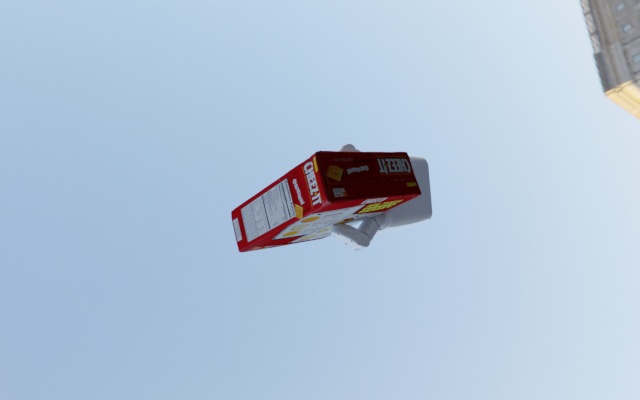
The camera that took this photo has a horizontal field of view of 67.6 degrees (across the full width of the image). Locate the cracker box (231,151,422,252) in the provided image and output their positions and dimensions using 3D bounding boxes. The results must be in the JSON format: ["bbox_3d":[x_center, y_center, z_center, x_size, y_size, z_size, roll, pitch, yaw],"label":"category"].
[{"bbox_3d":[0.000,0.002,0.653,0.164,0.072,0.214,-5,-16,-40],"label":"cracker box"}]
